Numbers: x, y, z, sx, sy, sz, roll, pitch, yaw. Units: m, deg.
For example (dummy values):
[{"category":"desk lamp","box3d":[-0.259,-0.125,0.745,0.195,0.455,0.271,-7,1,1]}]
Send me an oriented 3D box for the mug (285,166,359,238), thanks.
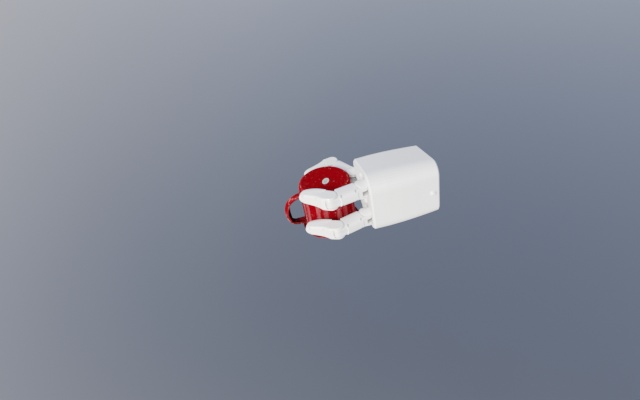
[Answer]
[{"category":"mug","box3d":[-0.001,0.003,0.758,0.117,0.082,0.093,-15,38,-4]}]
